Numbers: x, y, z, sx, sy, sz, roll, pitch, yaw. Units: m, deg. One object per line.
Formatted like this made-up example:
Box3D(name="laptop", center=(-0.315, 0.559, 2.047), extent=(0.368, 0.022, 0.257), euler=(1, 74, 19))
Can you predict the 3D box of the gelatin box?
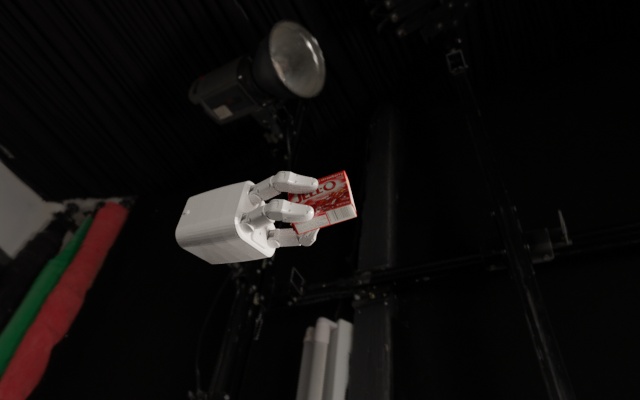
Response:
Box3D(name="gelatin box", center=(0.001, 0.002, 0.666), extent=(0.089, 0.030, 0.073), euler=(-18, 40, 7))
